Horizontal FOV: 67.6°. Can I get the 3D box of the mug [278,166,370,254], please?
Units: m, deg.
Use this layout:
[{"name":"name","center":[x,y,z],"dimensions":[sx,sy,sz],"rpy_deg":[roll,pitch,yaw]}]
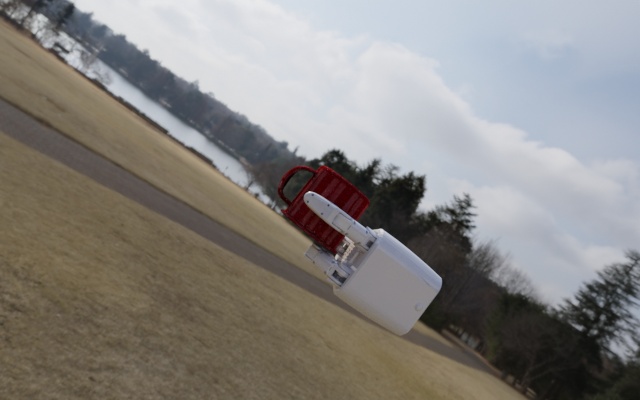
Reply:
[{"name":"mug","center":[-0.001,0.001,0.616],"dimensions":[0.117,0.081,0.093],"rpy_deg":[38,-1,-12]}]
